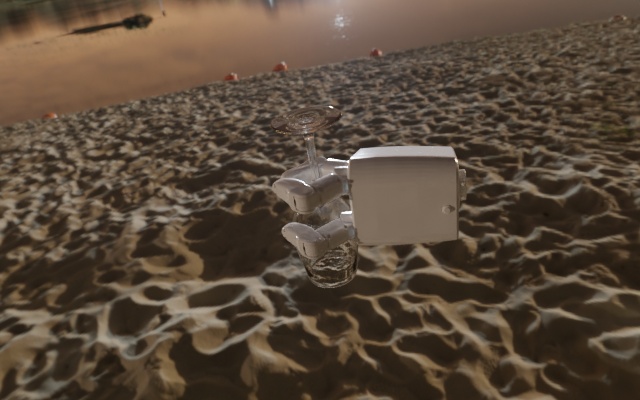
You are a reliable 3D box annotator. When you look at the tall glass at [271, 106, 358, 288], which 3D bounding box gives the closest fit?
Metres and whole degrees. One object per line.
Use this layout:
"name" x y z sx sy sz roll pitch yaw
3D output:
"tall glass" 0.000 0.001 0.539 0.079 0.201 0.079 -7 29 4
